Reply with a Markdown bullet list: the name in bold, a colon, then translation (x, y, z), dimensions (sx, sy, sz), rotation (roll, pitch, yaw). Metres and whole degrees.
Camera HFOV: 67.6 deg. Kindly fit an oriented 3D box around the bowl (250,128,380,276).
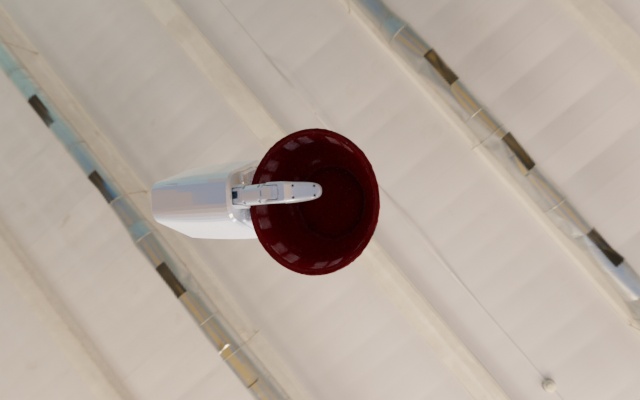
- **bowl**: translation (0.001, 0.002, 0.545), dimensions (0.162, 0.162, 0.055), rotation (0, -1, 27)
